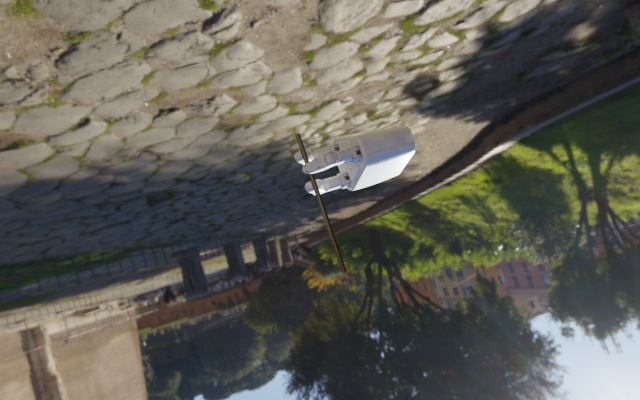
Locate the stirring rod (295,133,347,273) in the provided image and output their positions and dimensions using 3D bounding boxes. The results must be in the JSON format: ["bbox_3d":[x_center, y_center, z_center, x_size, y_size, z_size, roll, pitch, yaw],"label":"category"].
[{"bbox_3d":[0.000,0.002,0.781,0.011,0.239,0.011,-19,-6,-2],"label":"stirring rod"}]
